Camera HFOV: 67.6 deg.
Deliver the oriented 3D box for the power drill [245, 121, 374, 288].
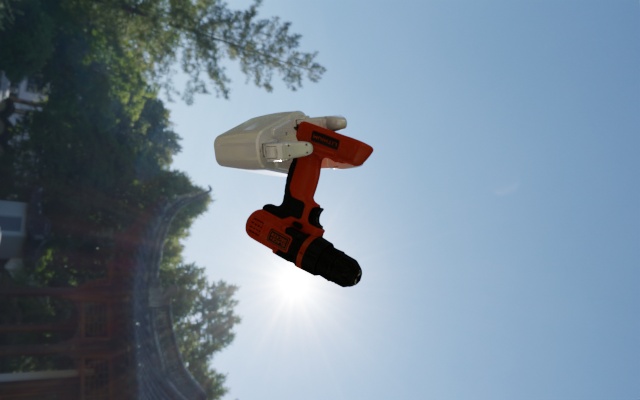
[{"bbox_3d":[0.000,0.002,0.635,0.184,0.187,0.057,25,5,25],"label":"power drill"}]
